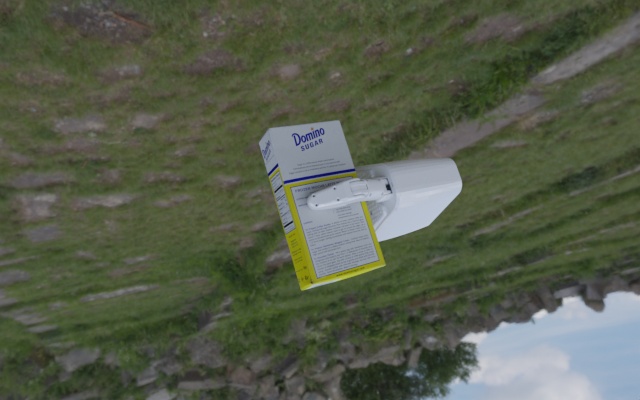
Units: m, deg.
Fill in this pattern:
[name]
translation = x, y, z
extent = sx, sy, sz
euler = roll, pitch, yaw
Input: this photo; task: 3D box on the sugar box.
[sugar box]
translation = 0.000, 0.002, 0.534
extent = 0.093, 0.176, 0.048
euler = -11, -14, -27
